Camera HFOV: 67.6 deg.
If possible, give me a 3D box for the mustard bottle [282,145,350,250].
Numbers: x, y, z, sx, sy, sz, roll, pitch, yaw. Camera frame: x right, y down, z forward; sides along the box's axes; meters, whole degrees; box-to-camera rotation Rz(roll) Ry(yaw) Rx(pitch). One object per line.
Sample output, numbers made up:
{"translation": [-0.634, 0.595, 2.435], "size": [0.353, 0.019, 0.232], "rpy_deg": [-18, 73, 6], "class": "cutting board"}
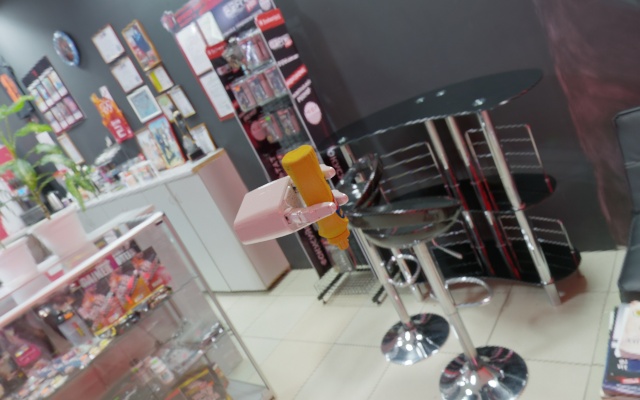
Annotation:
{"translation": [0.000, 0.002, 0.821], "size": [0.058, 0.192, 0.096], "rpy_deg": [-26, 17, 2], "class": "mustard bottle"}
